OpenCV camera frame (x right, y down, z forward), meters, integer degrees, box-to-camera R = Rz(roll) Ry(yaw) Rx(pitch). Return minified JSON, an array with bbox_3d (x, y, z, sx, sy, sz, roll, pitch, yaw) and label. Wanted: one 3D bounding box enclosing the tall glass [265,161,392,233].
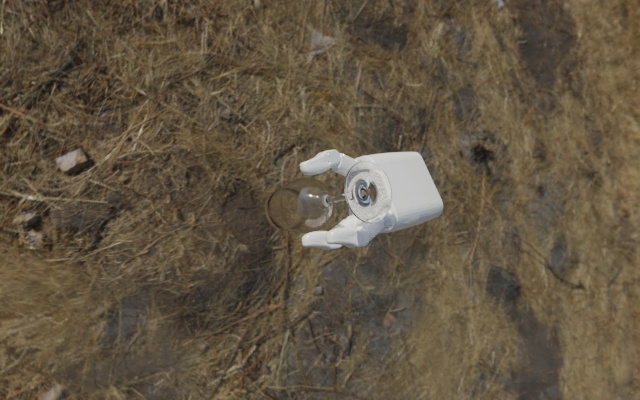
[{"bbox_3d":[0.000,0.002,0.642,0.079,0.079,0.201,0,-7,-36],"label":"tall glass"}]
